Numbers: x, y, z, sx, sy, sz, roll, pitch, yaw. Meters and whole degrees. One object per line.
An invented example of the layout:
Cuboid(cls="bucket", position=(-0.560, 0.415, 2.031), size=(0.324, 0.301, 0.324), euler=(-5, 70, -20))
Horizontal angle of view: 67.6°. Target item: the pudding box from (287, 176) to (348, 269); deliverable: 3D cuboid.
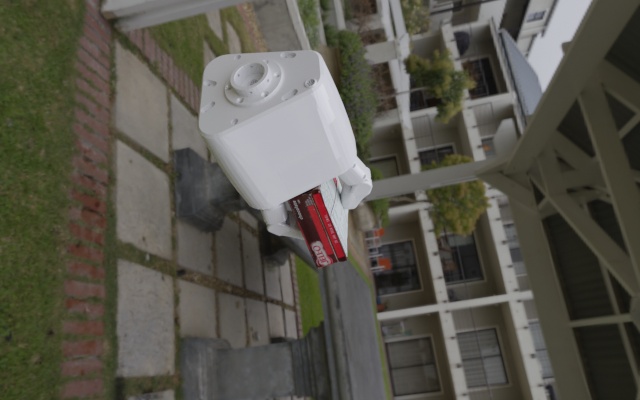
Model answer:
Cuboid(cls="pudding box", position=(0.000, 0.002, 0.506), size=(0.039, 0.090, 0.113), euler=(-14, 28, 13))
